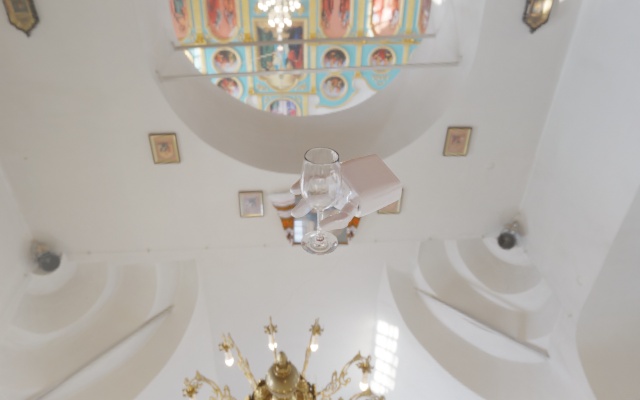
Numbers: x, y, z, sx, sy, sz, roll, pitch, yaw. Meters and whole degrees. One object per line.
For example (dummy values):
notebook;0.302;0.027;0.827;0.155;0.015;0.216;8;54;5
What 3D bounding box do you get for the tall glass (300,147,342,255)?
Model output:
tall glass;0.000;0.004;0.892;0.079;0.201;0.079;1;35;-1
